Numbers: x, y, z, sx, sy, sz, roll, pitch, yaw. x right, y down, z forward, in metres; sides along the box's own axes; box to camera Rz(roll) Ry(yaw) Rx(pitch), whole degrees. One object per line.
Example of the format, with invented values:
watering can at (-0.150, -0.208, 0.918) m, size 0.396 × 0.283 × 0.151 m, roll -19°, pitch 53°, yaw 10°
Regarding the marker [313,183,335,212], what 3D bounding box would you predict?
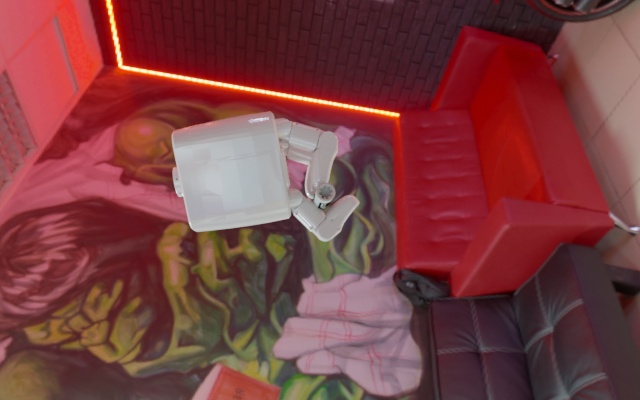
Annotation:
marker at (0.000, 0.002, 0.524) m, size 0.020 × 0.020 × 0.121 m, roll 0°, pitch -9°, yaw -5°
